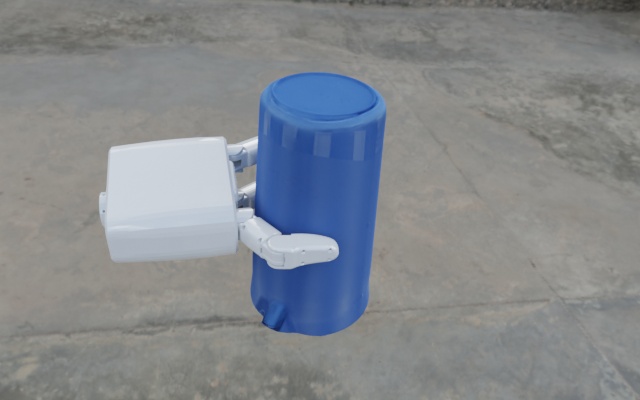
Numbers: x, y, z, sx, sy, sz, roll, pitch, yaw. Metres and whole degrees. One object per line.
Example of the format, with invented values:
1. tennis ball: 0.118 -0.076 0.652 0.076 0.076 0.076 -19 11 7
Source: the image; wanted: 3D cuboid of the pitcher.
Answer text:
1. pitcher: 0.000 0.002 0.477 0.145 0.243 0.149 -5 37 -14
